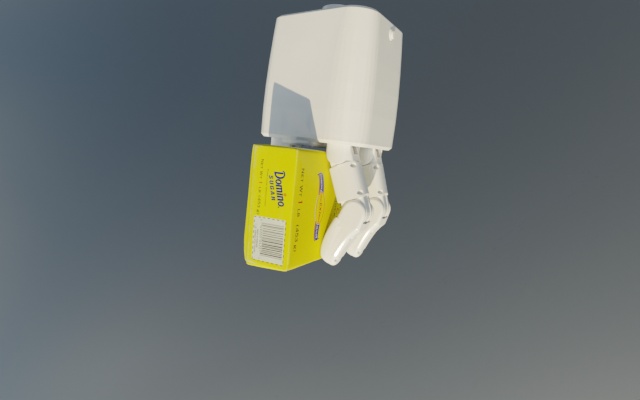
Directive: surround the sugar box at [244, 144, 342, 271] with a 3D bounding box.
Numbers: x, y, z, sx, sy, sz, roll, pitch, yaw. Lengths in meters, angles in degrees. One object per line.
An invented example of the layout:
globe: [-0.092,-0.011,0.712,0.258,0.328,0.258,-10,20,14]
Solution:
sugar box: [0.001,0.001,0.428,0.048,0.093,0.176,10,7,27]
